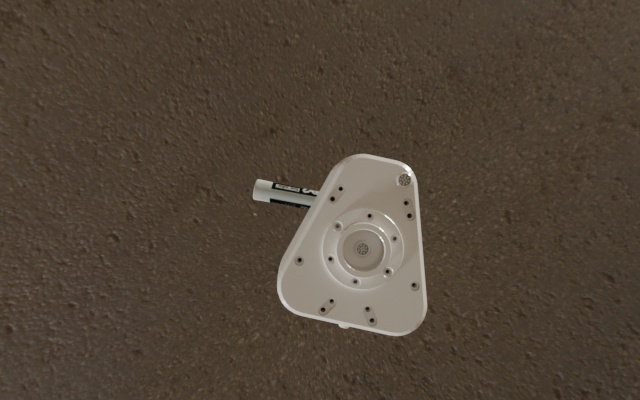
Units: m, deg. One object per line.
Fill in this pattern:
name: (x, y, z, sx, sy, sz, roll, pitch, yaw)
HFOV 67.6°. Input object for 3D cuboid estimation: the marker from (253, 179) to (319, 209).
marker: (0.000, 0.001, 0.432, 0.121, 0.020, 0.020, 11, 0, 1)
